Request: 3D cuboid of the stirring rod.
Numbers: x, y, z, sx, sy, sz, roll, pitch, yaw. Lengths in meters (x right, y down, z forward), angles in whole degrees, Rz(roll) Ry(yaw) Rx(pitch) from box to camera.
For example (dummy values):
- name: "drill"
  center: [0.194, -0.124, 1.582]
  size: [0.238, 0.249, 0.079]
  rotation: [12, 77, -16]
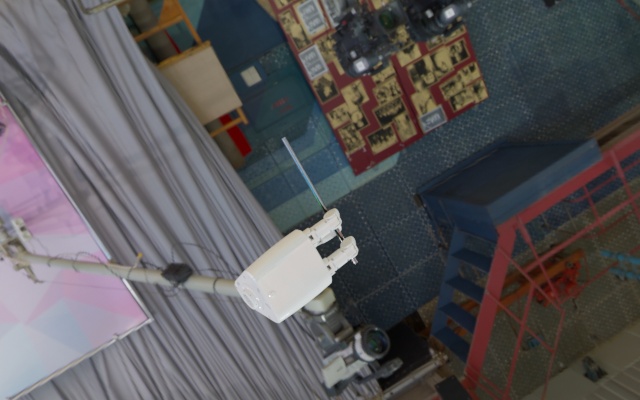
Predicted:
- name: "stirring rod"
  center: [0.000, 0.003, 0.783]
  size: [0.011, 0.239, 0.011]
  rotation: [-29, 10, 6]
